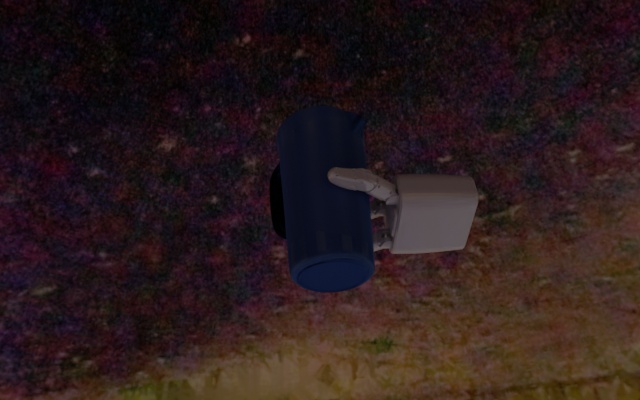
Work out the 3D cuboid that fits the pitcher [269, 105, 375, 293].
[{"bbox_3d":[0.000,0.002,0.668,0.145,0.242,0.149,-1,-35,-5],"label":"pitcher"}]
